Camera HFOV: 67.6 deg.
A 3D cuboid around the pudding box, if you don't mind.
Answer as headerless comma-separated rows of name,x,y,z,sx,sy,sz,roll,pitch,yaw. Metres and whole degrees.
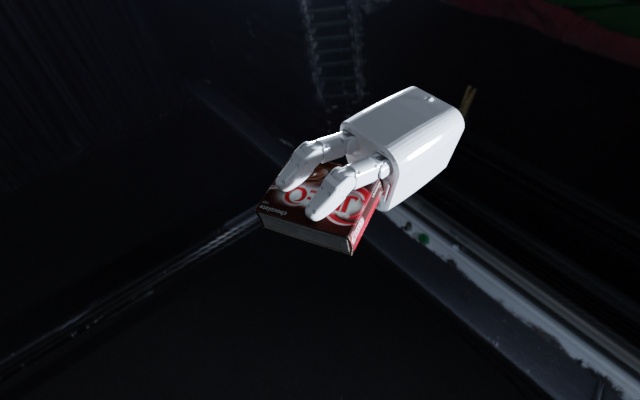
pudding box,0.000,0.002,0.519,0.113,0.090,0.039,14,-37,24
